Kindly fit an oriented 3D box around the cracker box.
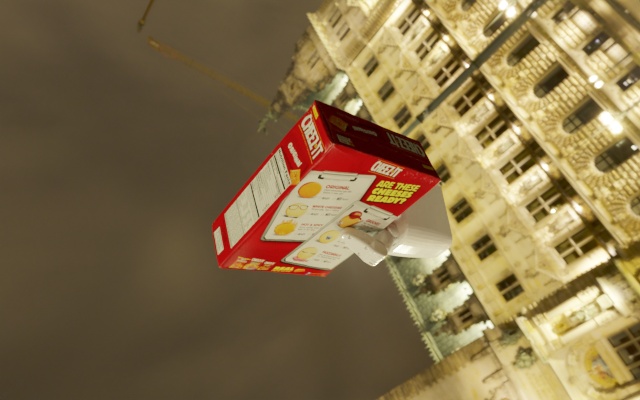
[{"bbox_3d":[0.000,0.002,0.545,0.164,0.072,0.214,13,-45,-40],"label":"cracker box"}]
